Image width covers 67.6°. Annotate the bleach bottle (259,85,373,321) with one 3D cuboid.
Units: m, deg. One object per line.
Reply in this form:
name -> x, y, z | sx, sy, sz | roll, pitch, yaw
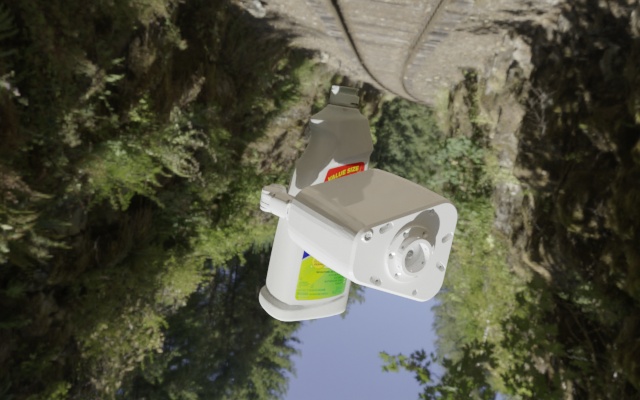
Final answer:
bleach bottle -> 0.000, 0.002, 0.524 | 0.102, 0.251, 0.068 | 1, 15, -32
